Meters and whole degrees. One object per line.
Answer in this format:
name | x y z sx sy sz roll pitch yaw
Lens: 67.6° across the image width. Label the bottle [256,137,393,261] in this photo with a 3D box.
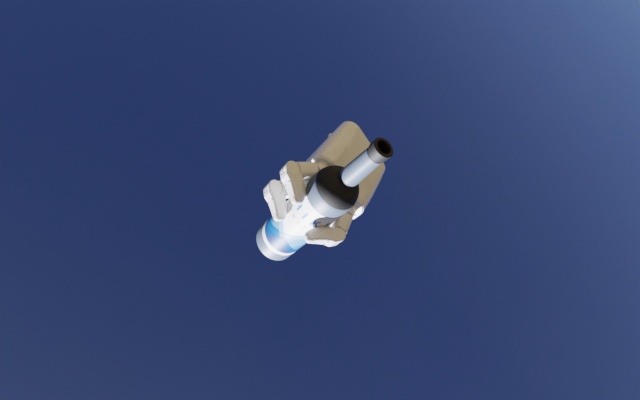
bottle | 0.000 0.002 0.664 0.069 0.069 0.296 0 -26 -34
